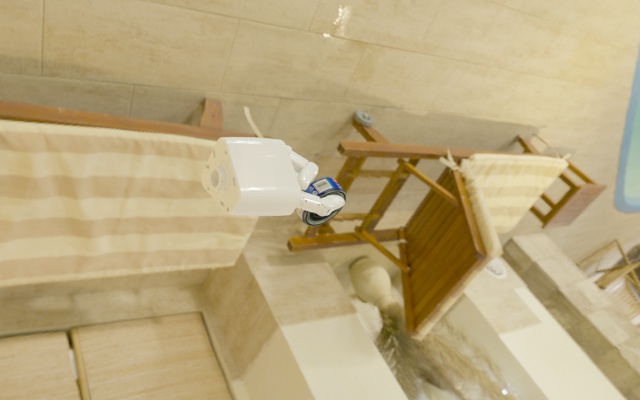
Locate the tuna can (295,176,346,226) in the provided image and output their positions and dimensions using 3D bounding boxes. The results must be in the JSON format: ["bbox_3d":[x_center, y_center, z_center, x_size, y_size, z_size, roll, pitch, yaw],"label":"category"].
[{"bbox_3d":[0.000,0.003,0.797,0.086,0.086,0.033,0,43,-46],"label":"tuna can"}]
